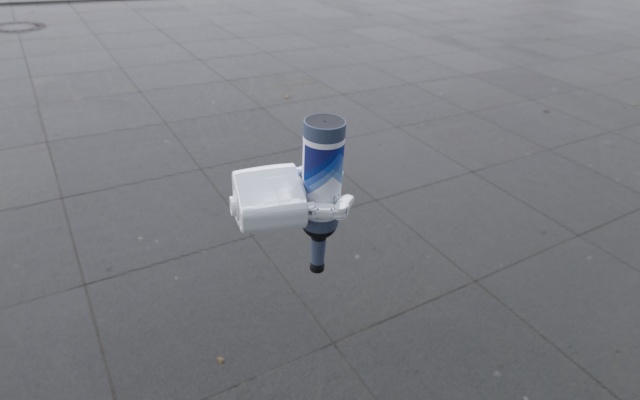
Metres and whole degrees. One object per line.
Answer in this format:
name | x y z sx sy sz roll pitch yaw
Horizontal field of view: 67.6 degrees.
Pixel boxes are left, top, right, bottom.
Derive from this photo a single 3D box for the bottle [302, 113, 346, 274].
bottle | 0.000 0.002 0.811 0.069 0.296 0.069 2 32 -1
